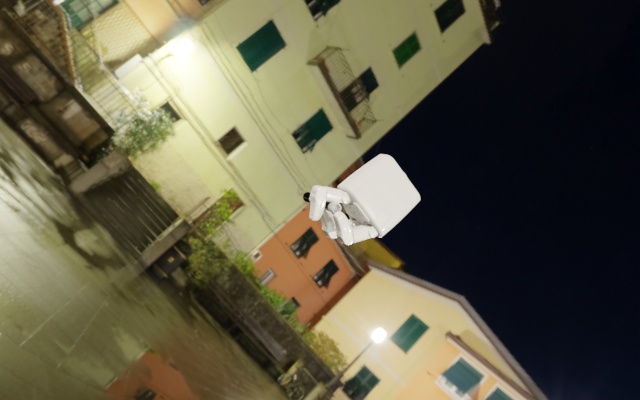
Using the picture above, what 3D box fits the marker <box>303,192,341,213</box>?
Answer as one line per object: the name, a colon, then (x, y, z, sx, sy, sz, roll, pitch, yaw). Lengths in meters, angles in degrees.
marker: (0.000, 0.003, 0.858, 0.020, 0.020, 0.121, 0, 10, -27)
